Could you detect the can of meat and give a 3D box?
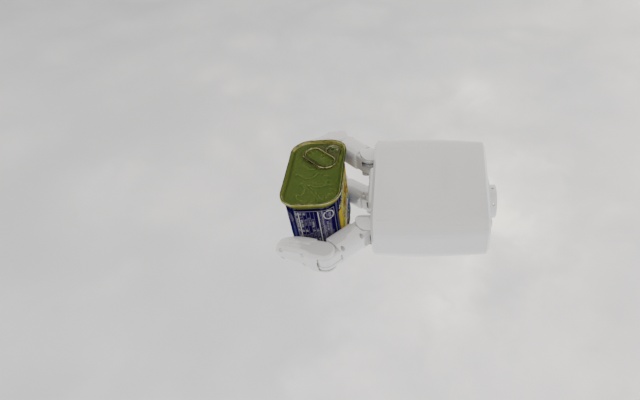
[{"bbox_3d":[0.000,0.002,0.483,0.057,0.084,0.102,-2,41,10],"label":"can of meat"}]
